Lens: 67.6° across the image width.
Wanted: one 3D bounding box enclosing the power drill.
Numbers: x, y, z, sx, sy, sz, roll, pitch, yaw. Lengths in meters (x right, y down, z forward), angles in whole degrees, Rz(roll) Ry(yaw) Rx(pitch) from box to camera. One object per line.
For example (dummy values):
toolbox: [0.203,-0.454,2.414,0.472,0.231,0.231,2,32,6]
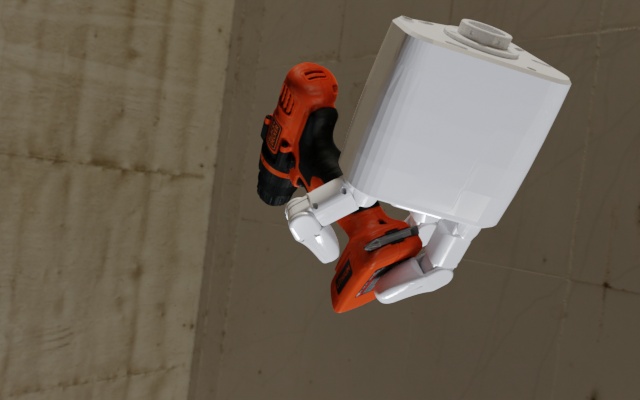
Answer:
power drill: [0.000,0.002,0.433,0.057,0.187,0.184,-18,-26,-27]
